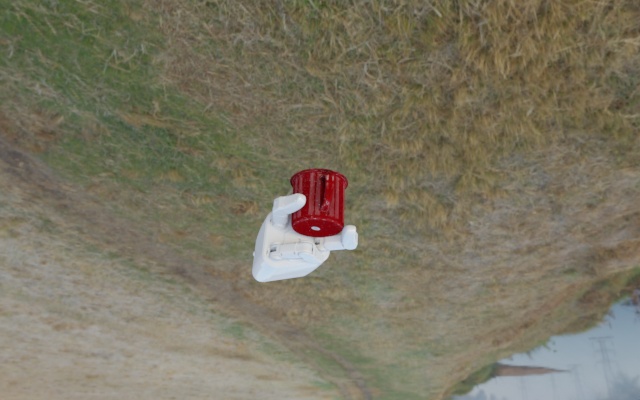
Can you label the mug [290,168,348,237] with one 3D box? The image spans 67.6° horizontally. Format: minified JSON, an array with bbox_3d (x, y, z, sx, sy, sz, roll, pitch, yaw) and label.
[{"bbox_3d":[0.001,0.002,0.733,0.093,0.081,0.117,9,-26,-15],"label":"mug"}]
